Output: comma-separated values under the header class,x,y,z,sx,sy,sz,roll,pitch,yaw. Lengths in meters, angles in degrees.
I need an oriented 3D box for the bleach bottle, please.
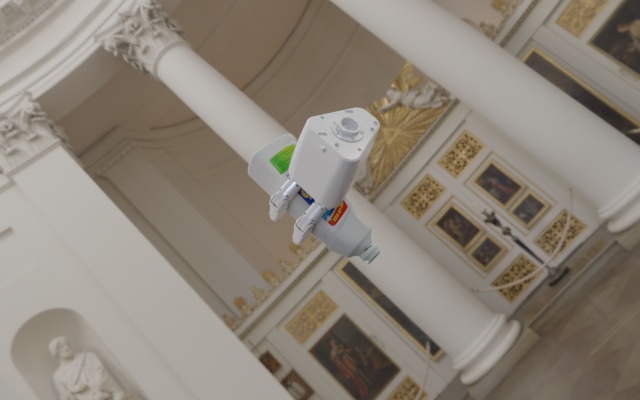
class,x,y,z,sx,sy,sz,roll,pitch,yaw
bleach bottle,0.000,0.003,0.775,0.102,0.250,0.068,-36,-19,-36
